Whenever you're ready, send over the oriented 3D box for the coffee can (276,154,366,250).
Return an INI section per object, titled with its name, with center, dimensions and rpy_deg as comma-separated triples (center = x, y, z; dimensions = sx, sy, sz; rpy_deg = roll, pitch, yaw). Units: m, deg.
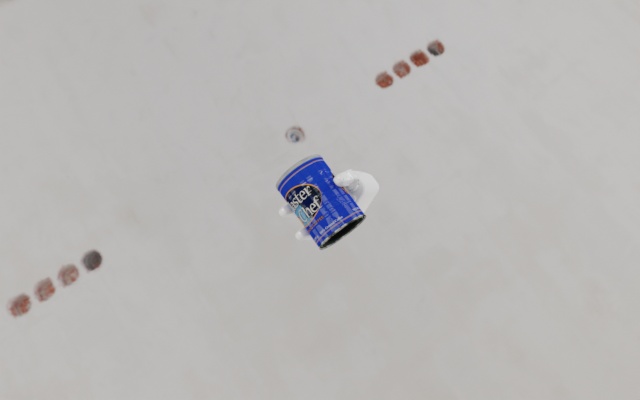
[coffee can]
center = 0.000, 0.003, 0.858
dimensions = 0.103, 0.140, 0.103
rpy_deg = -34, -13, -9
